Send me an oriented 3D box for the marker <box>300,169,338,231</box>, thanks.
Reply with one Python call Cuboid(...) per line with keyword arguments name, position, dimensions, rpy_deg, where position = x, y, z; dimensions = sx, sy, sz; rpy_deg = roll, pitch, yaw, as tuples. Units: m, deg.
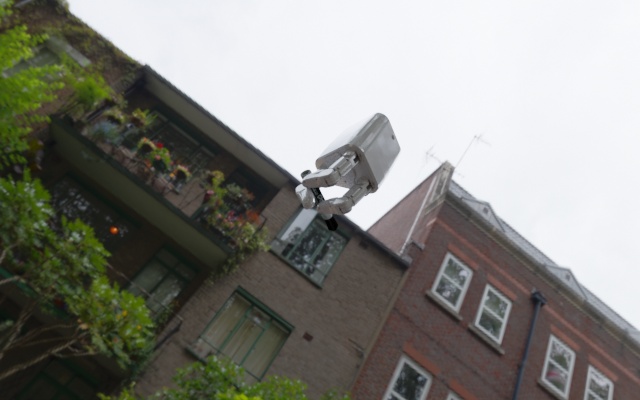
Cuboid(name="marker", position=(0.000, 0.003, 0.785), dimensions=(0.020, 0.121, 0.020), rpy_deg=(-20, 30, 12))
